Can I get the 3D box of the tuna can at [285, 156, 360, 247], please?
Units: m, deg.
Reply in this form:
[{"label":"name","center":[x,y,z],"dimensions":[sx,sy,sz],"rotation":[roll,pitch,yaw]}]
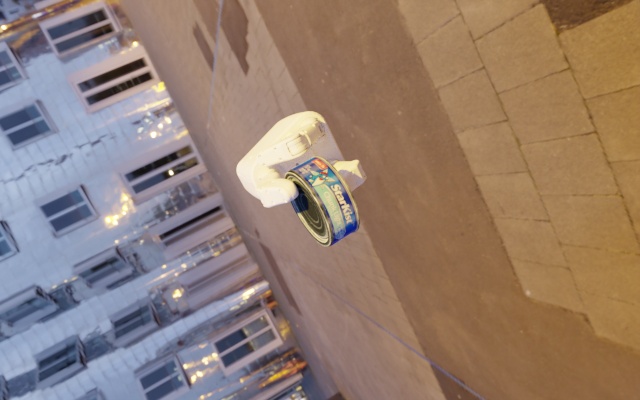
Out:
[{"label":"tuna can","center":[0.000,0.002,0.469],"dimensions":[0.033,0.086,0.086],"rotation":[-29,10,-18]}]
